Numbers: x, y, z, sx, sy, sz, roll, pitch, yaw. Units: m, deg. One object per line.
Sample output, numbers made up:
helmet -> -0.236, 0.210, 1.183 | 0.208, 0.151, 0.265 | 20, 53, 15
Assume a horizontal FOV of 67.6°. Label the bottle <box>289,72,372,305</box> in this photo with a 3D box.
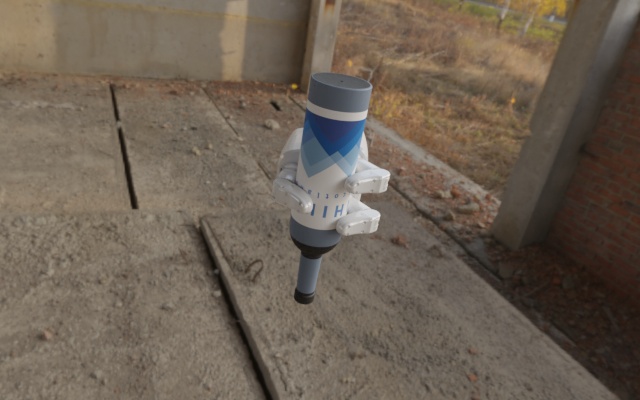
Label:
bottle -> 0.000, 0.002, 0.573 | 0.069, 0.296, 0.069 | 8, 27, -4
